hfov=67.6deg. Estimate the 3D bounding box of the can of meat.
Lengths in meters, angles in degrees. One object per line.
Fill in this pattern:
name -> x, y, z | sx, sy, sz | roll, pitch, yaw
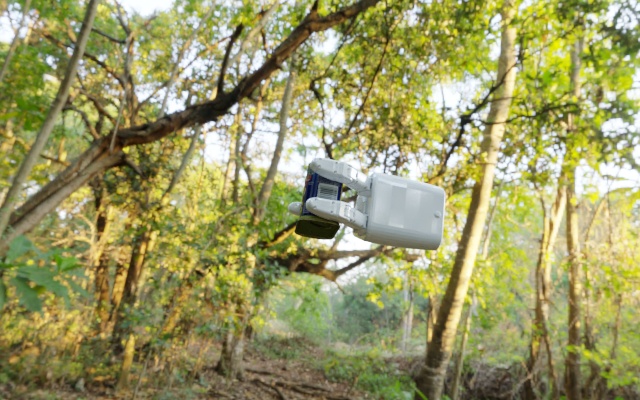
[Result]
can of meat -> 0.000, 0.002, 0.665 | 0.057, 0.084, 0.102 | 10, -17, -3
